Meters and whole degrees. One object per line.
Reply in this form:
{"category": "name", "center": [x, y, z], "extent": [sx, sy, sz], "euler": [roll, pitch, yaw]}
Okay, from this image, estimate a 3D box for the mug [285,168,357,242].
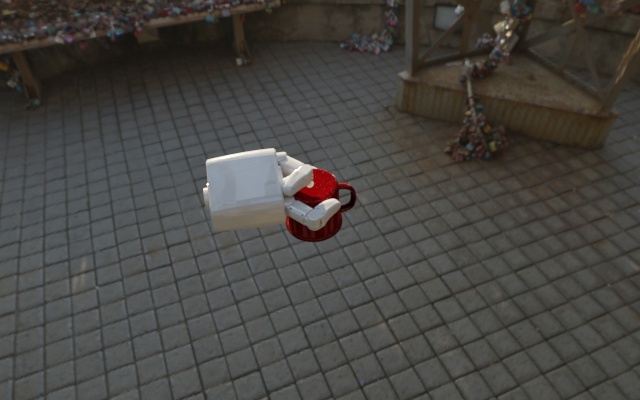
{"category": "mug", "center": [0.002, 0.002, 0.750], "extent": [0.117, 0.082, 0.093], "euler": [-9, 44, -7]}
